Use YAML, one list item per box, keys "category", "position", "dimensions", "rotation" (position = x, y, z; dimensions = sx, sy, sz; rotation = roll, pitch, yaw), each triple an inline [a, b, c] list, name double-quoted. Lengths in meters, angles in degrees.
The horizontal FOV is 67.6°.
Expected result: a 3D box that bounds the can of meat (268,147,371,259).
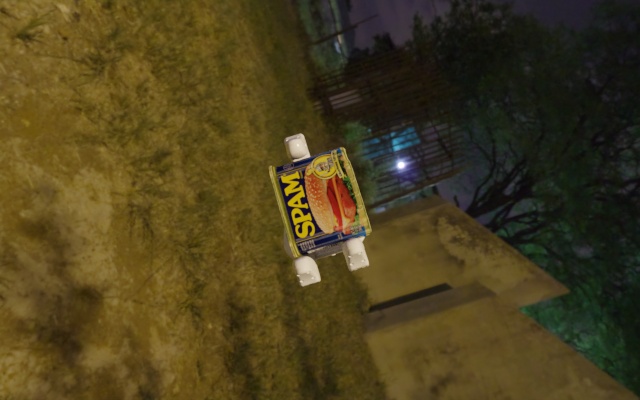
- category: "can of meat"
  position: [0.000, 0.001, 0.508]
  dimensions: [0.084, 0.102, 0.057]
  rotation: [-17, -11, 2]
